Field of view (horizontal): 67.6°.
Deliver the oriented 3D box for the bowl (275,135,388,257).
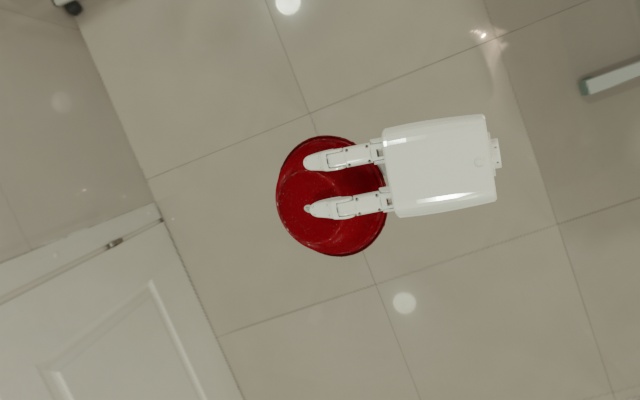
[{"bbox_3d":[-0.001,0.003,0.598,0.162,0.162,0.055,0,14,30],"label":"bowl"}]
